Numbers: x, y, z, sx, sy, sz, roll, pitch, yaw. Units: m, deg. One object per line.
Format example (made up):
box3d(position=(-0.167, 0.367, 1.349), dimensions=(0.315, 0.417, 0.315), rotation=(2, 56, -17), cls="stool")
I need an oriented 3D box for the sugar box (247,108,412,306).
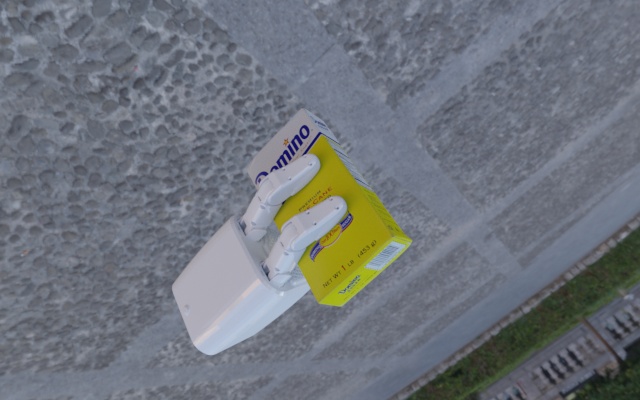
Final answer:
box3d(position=(0.000, 0.002, 0.458), dimensions=(0.093, 0.176, 0.048), rotation=(-44, -33, 16), cls="sugar box")
